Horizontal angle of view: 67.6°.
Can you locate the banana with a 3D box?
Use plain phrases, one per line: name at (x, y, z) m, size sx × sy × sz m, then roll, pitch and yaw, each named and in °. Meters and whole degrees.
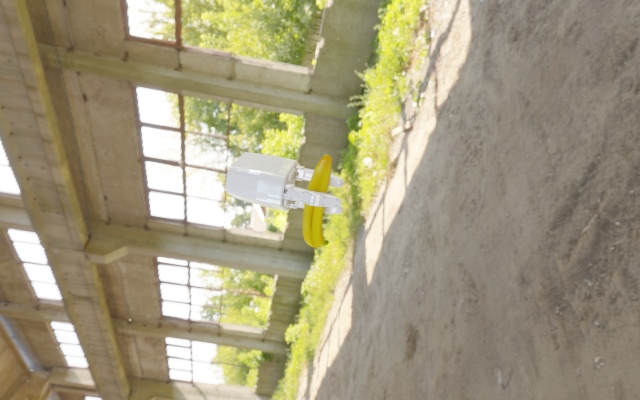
banana at (-0.007, 0.015, 0.868) m, size 0.037 × 0.198 × 0.069 m, roll 14°, pitch 34°, yaw 16°
